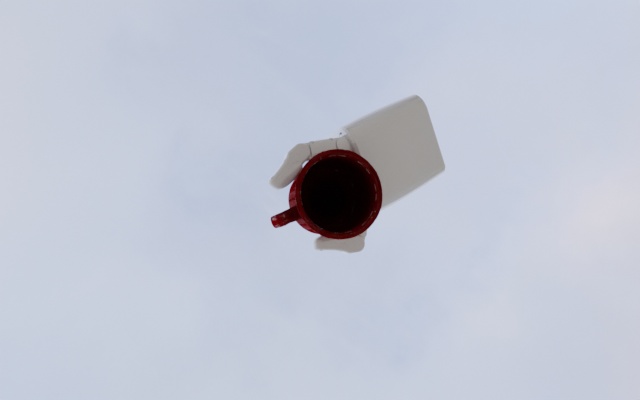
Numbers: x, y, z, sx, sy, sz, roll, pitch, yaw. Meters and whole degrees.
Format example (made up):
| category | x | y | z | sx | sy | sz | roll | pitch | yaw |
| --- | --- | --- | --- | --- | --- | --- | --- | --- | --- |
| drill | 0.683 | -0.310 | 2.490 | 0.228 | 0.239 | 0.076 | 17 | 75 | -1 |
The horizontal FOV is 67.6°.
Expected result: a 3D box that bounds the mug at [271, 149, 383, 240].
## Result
| category | x | y | z | sx | sy | sz | roll | pitch | yaw |
| --- | --- | --- | --- | --- | --- | --- | --- | --- | --- |
| mug | -0.001 | 0.002 | 0.521 | 0.117 | 0.093 | 0.081 | -27 | 2 | -14 |
